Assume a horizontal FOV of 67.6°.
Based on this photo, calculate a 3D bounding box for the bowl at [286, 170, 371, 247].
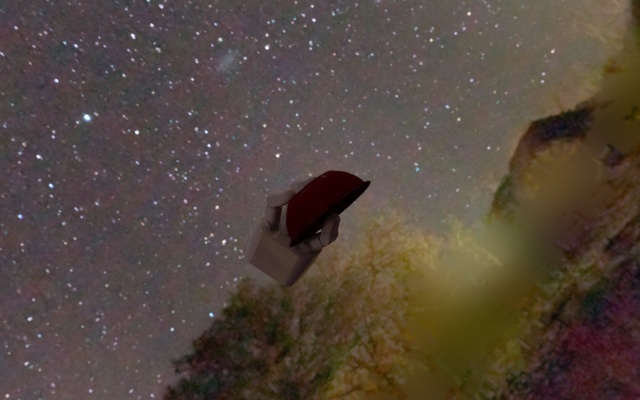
[{"bbox_3d":[0.001,0.001,0.747,0.162,0.055,0.162,-38,-8,-6],"label":"bowl"}]
